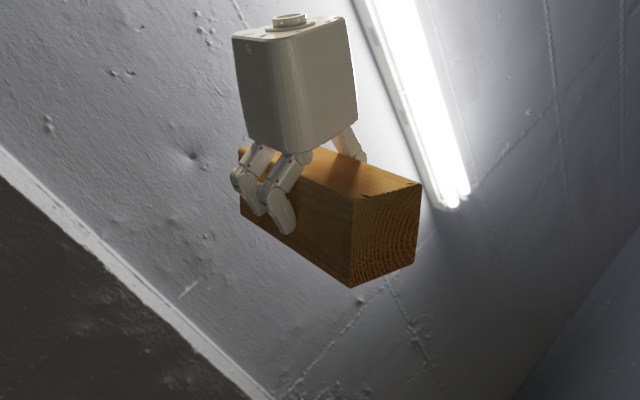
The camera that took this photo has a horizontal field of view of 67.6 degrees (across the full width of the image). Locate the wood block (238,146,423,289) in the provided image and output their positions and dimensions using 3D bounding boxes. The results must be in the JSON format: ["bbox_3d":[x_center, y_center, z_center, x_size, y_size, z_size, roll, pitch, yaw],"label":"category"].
[{"bbox_3d":[0.000,0.001,0.520,0.091,0.090,0.206,-15,27,-34],"label":"wood block"}]
